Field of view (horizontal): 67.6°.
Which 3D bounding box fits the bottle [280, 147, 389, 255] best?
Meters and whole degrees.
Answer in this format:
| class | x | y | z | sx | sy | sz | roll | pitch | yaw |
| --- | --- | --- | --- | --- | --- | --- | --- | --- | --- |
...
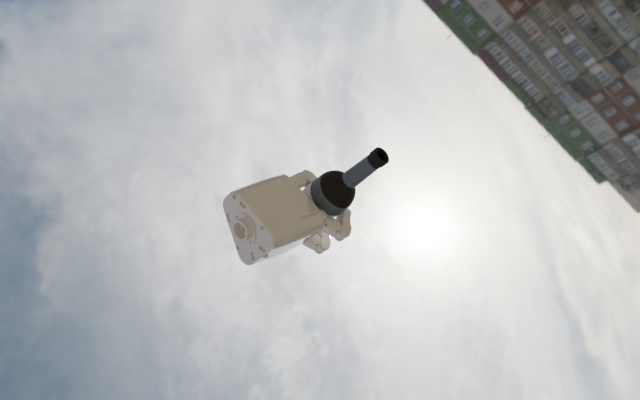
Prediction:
| class | x | y | z | sx | sy | sz | roll | pitch | yaw |
| --- | --- | --- | --- | --- | --- | --- | --- | --- | --- |
| bottle | 0.000 | 0.003 | 0.768 | 0.069 | 0.069 | 0.296 | 0 | -27 | -41 |
